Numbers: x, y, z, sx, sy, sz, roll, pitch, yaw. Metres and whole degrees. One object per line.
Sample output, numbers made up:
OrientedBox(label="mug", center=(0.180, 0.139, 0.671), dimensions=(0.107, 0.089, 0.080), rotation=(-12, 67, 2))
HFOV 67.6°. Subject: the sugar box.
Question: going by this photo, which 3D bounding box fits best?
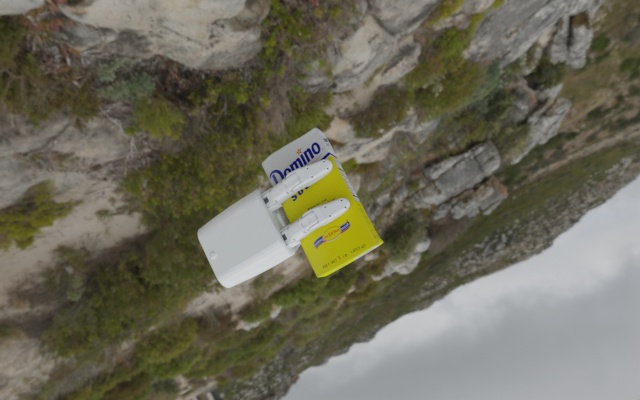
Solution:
OrientedBox(label="sugar box", center=(0.000, 0.002, 0.633), dimensions=(0.093, 0.176, 0.048), rotation=(-31, -11, 13))
